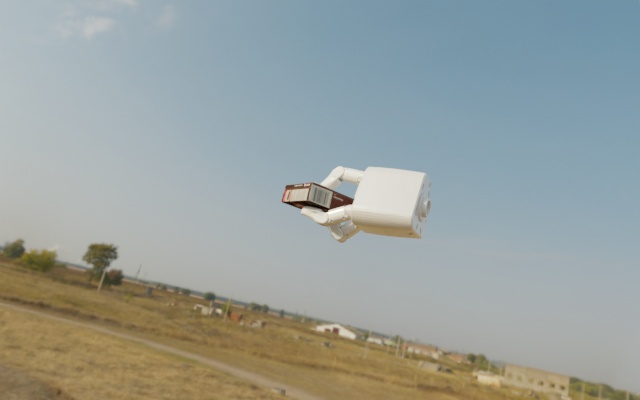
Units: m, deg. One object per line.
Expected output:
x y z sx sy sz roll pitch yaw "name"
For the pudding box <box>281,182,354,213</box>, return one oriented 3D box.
0.000 0.003 0.873 0.113 0.039 0.090 24 -16 -32 "pudding box"
